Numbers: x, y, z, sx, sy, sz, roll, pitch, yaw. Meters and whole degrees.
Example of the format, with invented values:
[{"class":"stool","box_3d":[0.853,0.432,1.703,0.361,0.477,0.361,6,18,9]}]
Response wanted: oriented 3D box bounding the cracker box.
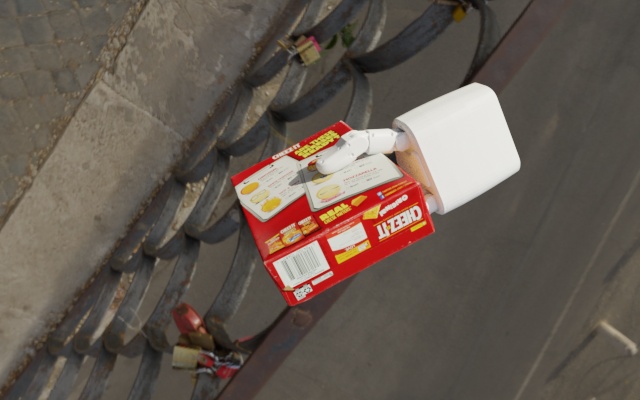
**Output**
[{"class":"cracker box","box_3d":[0.000,0.002,0.537,0.164,0.072,0.213,-28,30,-5]}]
